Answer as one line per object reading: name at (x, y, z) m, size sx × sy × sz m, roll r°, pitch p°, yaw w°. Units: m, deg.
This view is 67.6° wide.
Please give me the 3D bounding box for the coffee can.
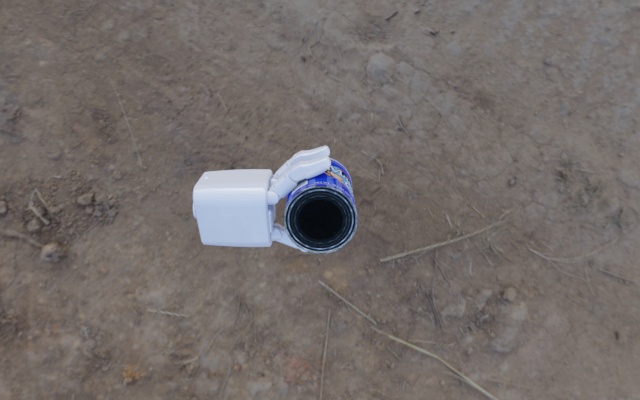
coffee can at (0.000, 0.002, 0.718) m, size 0.103 × 0.103 × 0.140 m, roll 0°, pitch 22°, yaw 0°
